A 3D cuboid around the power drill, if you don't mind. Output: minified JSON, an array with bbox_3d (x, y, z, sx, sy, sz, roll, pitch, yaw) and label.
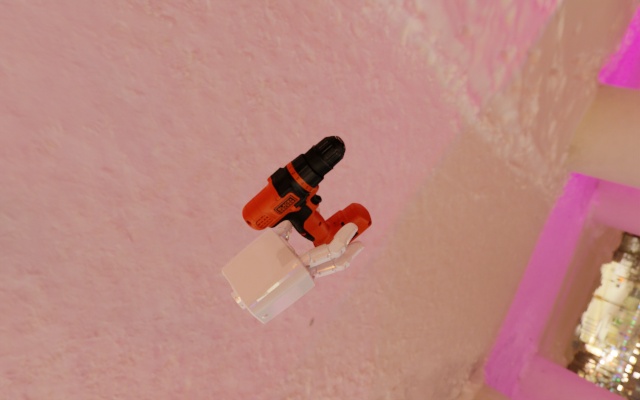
[{"bbox_3d":[0.000,0.003,0.734,0.184,0.057,0.188,-39,-45,14],"label":"power drill"}]
